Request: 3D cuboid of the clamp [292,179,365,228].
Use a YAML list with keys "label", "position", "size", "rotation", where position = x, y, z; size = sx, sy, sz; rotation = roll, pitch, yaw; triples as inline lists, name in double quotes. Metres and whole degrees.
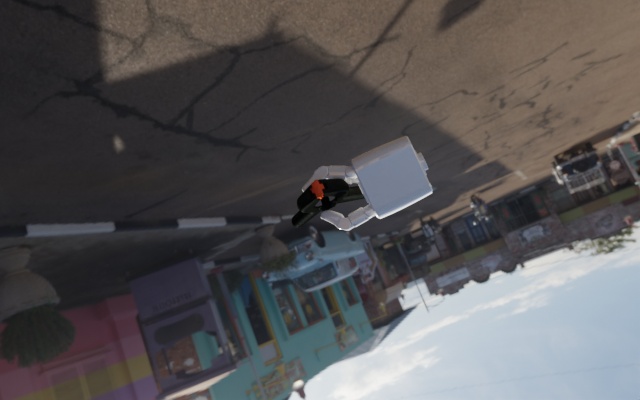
- label: "clamp"
  position: [0.001, 0.003, 0.855]
  size: [0.164, 0.036, 0.210]
  rotation: [-26, -12, 10]
